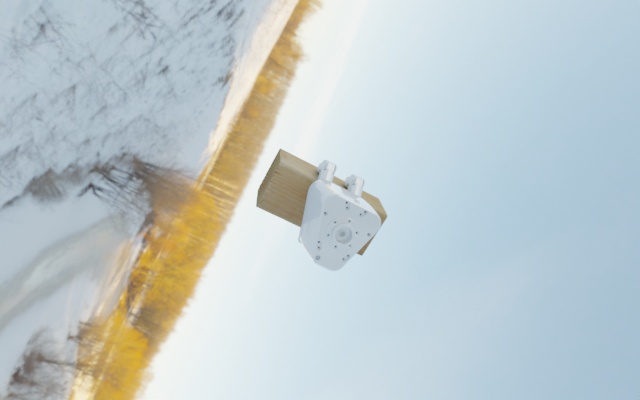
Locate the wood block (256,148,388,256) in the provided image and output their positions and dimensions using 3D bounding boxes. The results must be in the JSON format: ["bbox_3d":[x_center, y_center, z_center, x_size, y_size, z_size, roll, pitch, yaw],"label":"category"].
[{"bbox_3d":[0.000,0.003,0.836,0.206,0.091,0.090,26,17,-14],"label":"wood block"}]
